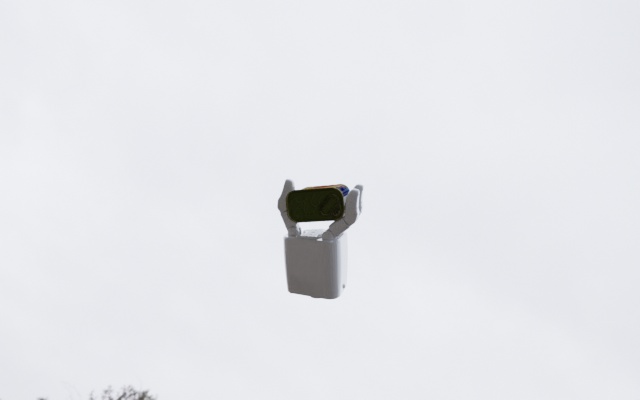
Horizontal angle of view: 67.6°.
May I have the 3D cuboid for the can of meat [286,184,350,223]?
[{"bbox_3d":[0.000,0.003,0.847,0.102,0.057,0.084,-4,7,15],"label":"can of meat"}]
